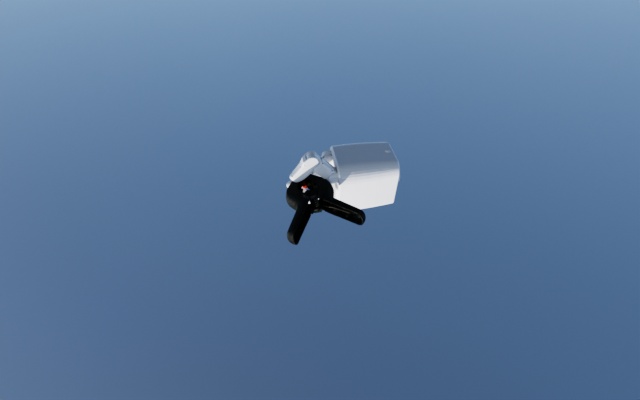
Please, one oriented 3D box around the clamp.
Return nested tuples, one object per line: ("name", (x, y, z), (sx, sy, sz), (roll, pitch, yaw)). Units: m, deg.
("clamp", (0.000, 0.003, 0.761), (0.120, 0.039, 0.171), (-6, 37, -5))
